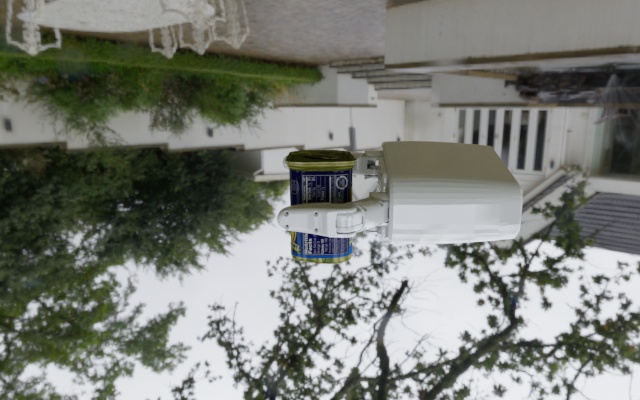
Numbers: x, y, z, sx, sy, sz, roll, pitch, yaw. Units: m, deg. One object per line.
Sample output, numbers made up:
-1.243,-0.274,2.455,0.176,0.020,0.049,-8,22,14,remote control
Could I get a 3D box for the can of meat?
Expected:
0.000,0.002,0.422,0.057,0.084,0.102,-1,11,-1,can of meat
